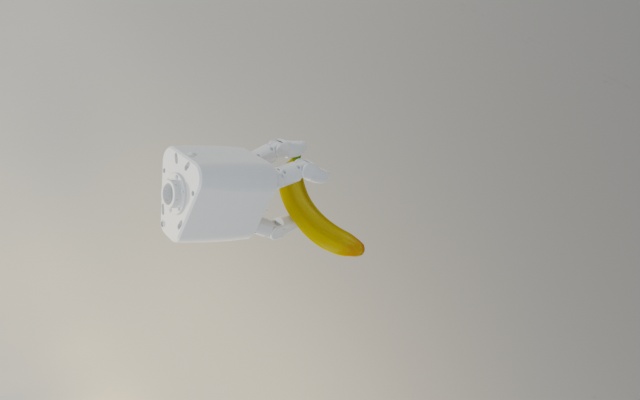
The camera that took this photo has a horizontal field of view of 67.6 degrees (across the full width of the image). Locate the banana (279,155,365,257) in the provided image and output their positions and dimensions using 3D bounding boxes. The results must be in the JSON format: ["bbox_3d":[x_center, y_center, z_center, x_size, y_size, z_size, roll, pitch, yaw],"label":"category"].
[{"bbox_3d":[-0.012,0.012,0.658,0.037,0.197,0.070,1,-43,-46],"label":"banana"}]
